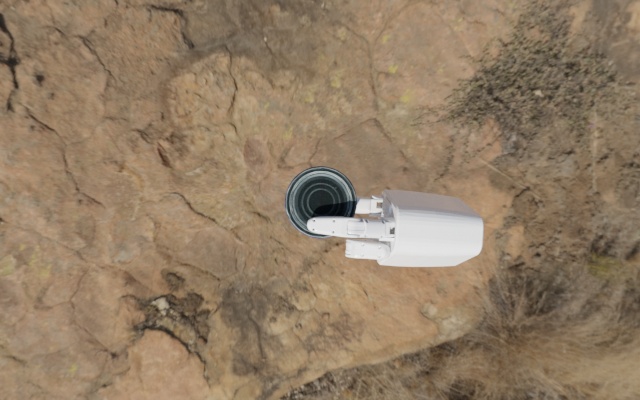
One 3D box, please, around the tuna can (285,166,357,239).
[{"bbox_3d":[0.000,0.002,0.568,0.086,0.086,0.034,0,2,-2],"label":"tuna can"}]
